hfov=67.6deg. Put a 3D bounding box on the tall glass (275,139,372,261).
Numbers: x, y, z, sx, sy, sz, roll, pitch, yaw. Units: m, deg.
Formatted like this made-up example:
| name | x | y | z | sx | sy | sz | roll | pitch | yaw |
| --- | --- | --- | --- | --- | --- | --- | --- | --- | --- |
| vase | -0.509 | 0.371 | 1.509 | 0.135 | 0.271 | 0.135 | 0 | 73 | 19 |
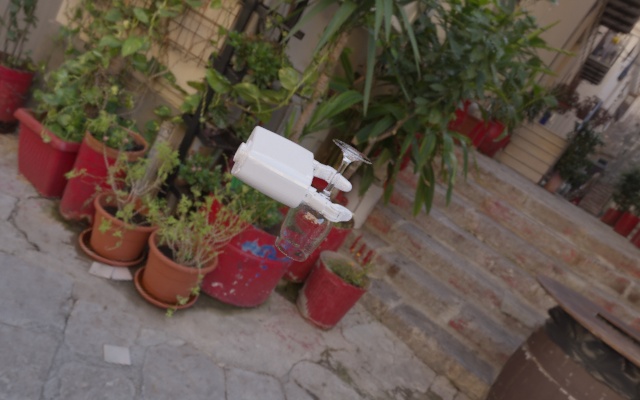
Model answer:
| name | x | y | z | sx | sy | sz | roll | pitch | yaw |
| --- | --- | --- | --- | --- | --- | --- | --- | --- | --- |
| tall glass | 0.001 | 0.002 | 0.786 | 0.079 | 0.201 | 0.079 | 30 | 14 | -8 |
